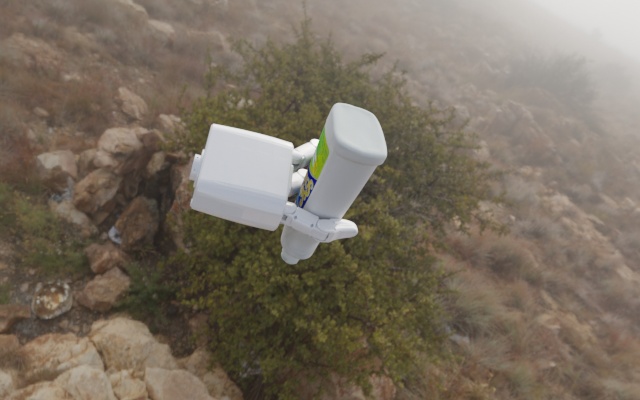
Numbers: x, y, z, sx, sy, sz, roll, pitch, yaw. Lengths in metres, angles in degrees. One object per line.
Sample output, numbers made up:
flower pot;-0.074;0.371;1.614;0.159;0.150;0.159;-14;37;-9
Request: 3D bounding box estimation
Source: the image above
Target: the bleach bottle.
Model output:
bleach bottle;0.000;0.002;0.628;0.068;0.251;0.102;14;40;-16
